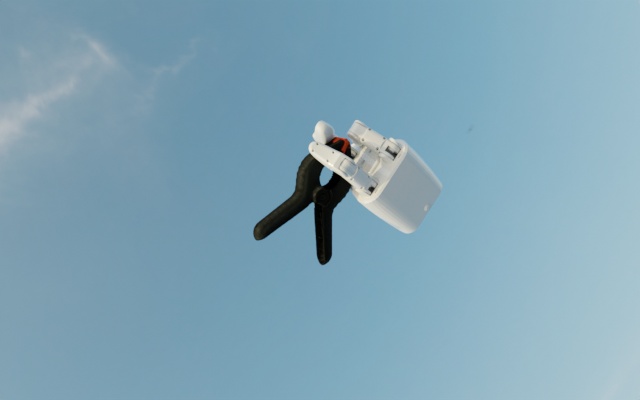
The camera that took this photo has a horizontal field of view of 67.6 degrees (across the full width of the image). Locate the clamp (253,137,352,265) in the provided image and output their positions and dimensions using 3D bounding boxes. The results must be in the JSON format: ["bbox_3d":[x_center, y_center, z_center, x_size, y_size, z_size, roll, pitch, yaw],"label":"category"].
[{"bbox_3d":[0.000,0.002,0.629,0.120,0.171,0.039,36,-3,-38],"label":"clamp"}]
